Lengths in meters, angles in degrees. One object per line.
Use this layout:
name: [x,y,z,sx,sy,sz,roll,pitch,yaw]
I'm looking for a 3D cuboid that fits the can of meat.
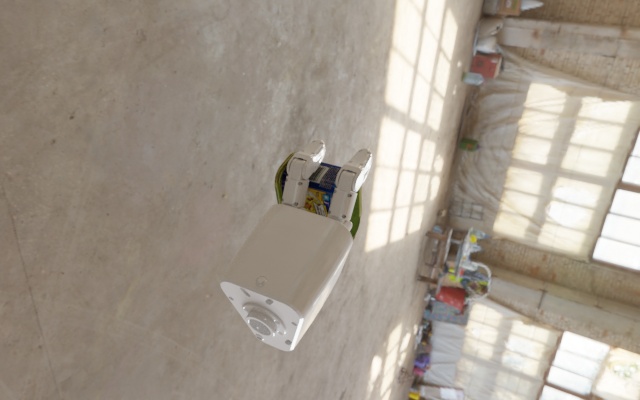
can of meat: [0.000,0.002,0.559,0.084,0.102,0.057,16,46,22]
